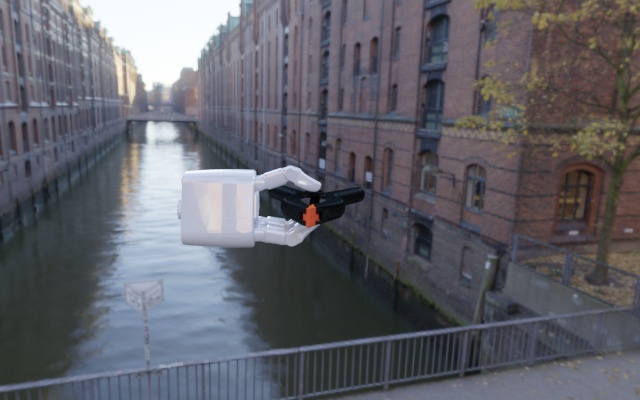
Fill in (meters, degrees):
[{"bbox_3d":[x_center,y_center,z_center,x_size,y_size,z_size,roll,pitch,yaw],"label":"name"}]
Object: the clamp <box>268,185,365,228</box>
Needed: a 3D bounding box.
[{"bbox_3d":[0.000,0.002,0.734,0.164,0.036,0.210,0,11,-5],"label":"clamp"}]
